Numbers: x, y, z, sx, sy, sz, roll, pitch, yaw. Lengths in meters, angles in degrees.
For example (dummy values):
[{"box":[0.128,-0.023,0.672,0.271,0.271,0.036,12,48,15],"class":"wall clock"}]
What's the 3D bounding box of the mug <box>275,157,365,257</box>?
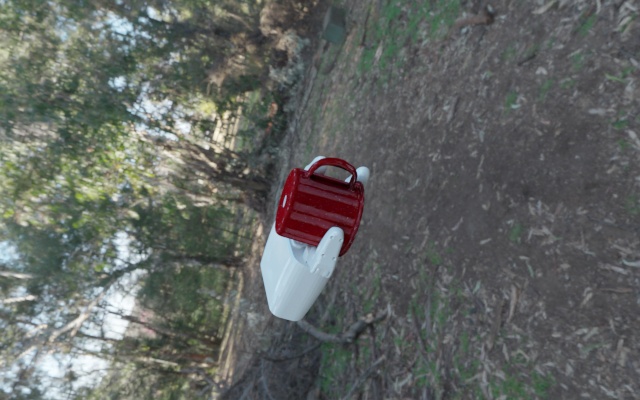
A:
[{"box":[0.000,0.001,0.548,0.081,0.117,0.093,16,35,-12],"class":"mug"}]
